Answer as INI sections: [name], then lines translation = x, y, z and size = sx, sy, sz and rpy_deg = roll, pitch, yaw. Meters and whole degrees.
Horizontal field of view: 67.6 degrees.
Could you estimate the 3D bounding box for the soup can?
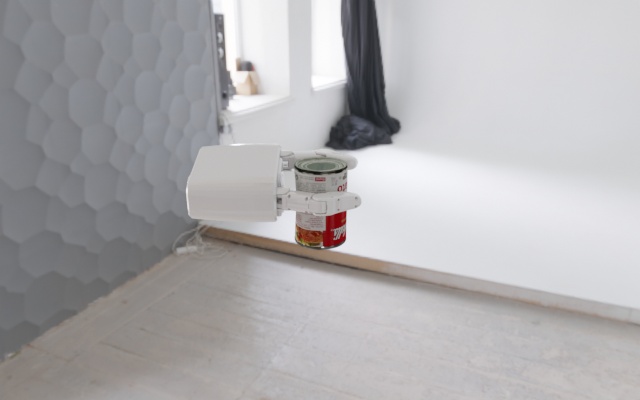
[soup can]
translation = 0.001, 0.002, 0.603
size = 0.068, 0.102, 0.068
rpy_deg = 0, 21, 0
